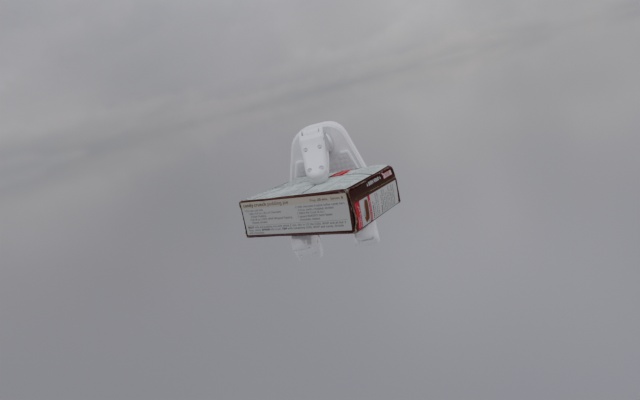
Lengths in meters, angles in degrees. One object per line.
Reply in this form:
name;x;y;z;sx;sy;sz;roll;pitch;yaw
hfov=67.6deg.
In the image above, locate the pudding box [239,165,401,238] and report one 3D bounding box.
pudding box;0.000;0.001;0.419;0.113;0.039;0.090;-7;12;34
